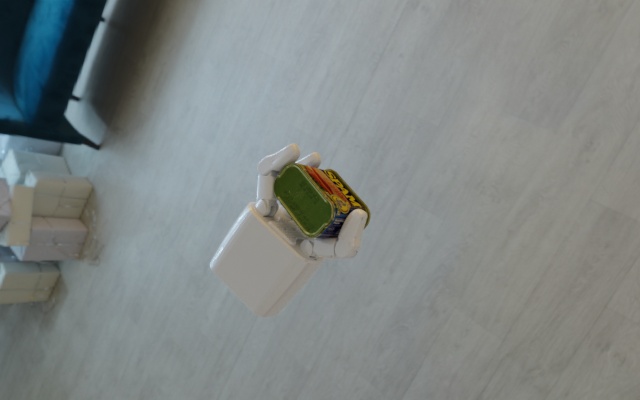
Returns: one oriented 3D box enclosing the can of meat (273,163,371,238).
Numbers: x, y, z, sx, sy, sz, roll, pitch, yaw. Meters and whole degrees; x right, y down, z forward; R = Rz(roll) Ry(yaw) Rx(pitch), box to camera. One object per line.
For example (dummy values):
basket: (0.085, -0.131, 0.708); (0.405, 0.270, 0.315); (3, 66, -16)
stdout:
can of meat: (0.000, 0.002, 0.591); (0.102, 0.057, 0.084); (50, 22, 27)
